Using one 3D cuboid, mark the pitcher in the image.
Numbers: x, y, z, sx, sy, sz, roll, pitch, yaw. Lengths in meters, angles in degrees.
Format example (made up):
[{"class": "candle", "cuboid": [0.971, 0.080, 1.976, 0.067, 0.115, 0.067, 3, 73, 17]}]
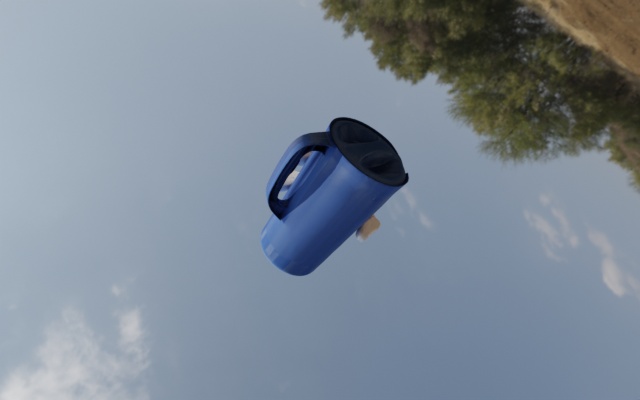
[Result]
[{"class": "pitcher", "cuboid": [0.000, 0.002, 0.710, 0.243, 0.149, 0.145, -51, -4, 33]}]
